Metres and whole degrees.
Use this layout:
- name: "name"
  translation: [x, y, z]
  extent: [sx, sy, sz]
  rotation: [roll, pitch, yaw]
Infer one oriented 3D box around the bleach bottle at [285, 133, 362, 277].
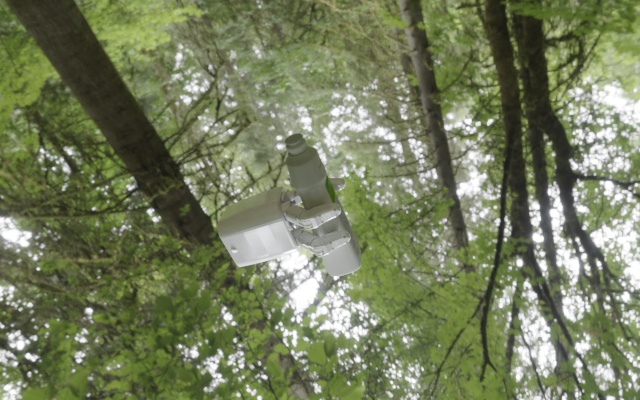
- name: "bleach bottle"
  translation: [0.000, 0.003, 0.763]
  extent: [0.068, 0.251, 0.102]
  rotation: [-18, 34, 6]
